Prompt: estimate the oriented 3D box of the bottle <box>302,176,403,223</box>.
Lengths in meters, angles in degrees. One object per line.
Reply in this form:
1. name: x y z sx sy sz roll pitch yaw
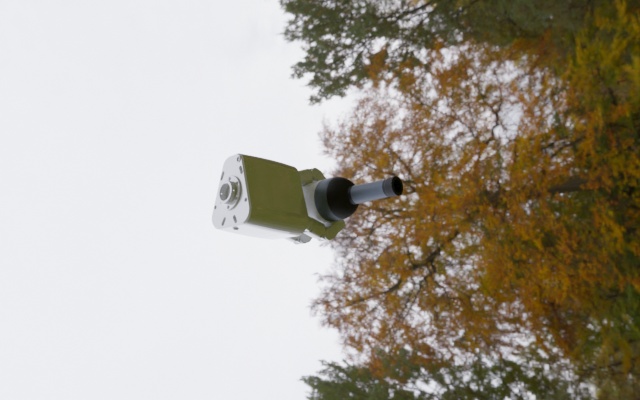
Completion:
1. bottle: 0.000 0.003 0.752 0.296 0.069 0.069 -12 -8 43
